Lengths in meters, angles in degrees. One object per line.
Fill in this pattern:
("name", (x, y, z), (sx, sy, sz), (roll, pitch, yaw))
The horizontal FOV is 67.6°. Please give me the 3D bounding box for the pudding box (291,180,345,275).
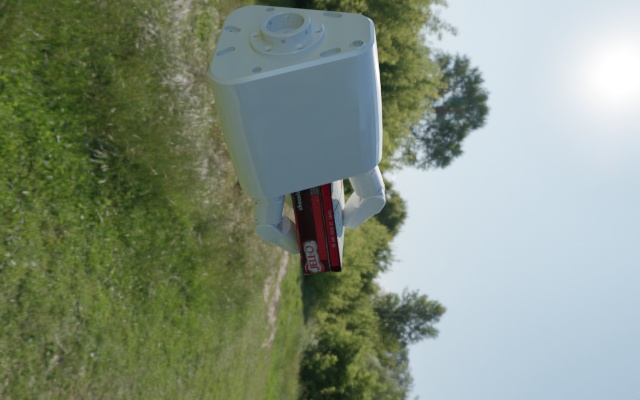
("pudding box", (0.000, 0.001, 0.439), (0.039, 0.090, 0.113), (-3, 22, 8))
